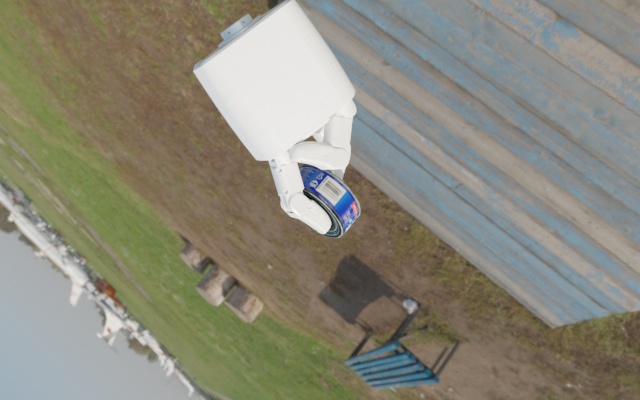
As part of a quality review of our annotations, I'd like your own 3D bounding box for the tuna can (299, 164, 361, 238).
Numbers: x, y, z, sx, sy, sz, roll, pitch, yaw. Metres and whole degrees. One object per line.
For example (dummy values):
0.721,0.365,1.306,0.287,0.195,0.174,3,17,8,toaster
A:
0.000,0.002,0.525,0.086,0.033,0.086,33,-24,17,tuna can
